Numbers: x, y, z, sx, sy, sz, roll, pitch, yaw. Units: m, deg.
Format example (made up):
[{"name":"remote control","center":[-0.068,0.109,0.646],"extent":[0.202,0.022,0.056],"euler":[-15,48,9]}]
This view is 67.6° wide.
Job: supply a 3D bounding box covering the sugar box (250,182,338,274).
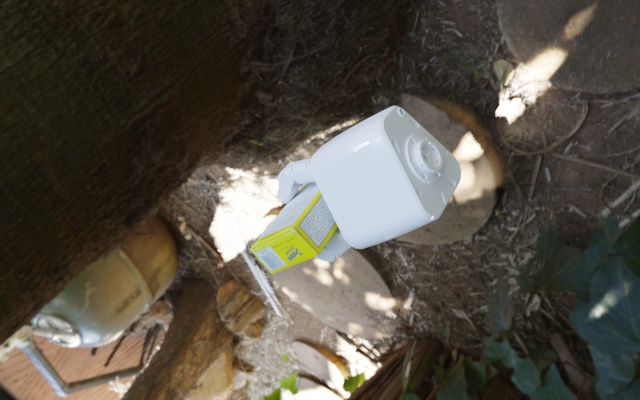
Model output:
[{"name":"sugar box","center":[0.000,0.002,0.555],"extent":[0.093,0.048,0.176],"euler":[-27,17,48]}]
